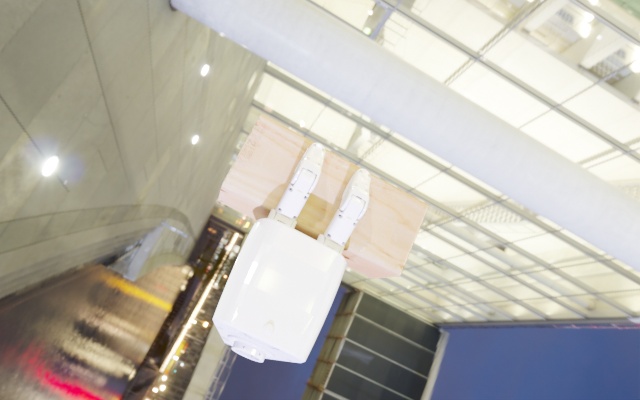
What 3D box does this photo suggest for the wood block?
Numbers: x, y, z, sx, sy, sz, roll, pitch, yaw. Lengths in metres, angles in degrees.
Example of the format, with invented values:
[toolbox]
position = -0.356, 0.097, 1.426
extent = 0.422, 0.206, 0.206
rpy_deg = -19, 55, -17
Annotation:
[wood block]
position = 0.000, 0.002, 0.536
extent = 0.206, 0.090, 0.091
rpy_deg = 28, -16, -9
